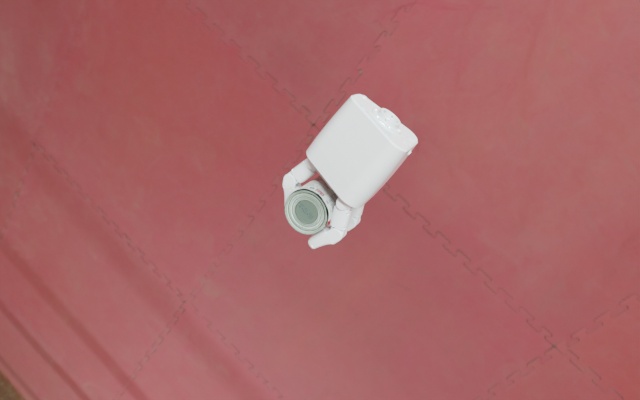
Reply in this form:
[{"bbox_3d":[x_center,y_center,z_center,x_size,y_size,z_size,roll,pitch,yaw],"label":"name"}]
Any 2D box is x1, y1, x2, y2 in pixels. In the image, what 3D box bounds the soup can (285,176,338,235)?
[{"bbox_3d":[0.000,0.003,0.696,0.068,0.068,0.102,0,17,25],"label":"soup can"}]
